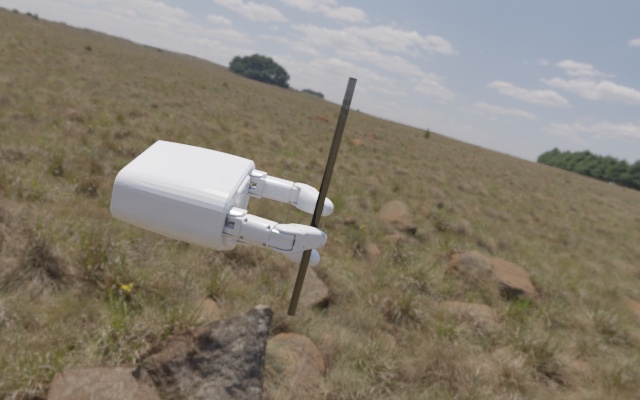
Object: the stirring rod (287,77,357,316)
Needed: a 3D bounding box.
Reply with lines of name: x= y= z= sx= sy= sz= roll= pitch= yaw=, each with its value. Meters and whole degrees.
stirring rod: x=0.000 y=0.002 z=0.463 sx=0.011 sy=0.239 sz=0.011 roll=14 pitch=11 yaw=-3
